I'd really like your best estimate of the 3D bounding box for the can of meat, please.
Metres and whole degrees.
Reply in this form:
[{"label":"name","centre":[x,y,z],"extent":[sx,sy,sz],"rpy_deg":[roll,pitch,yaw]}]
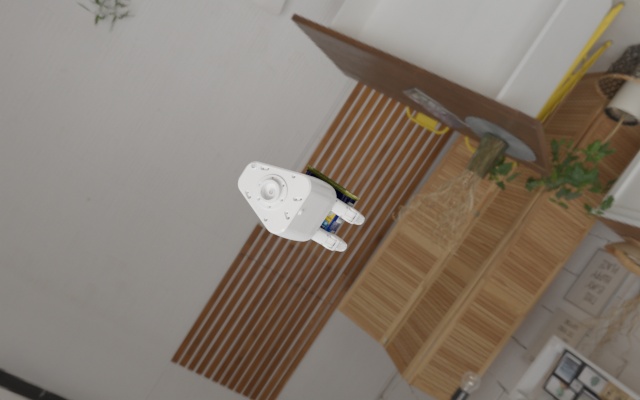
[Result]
[{"label":"can of meat","centre":[0.000,0.003,0.805],"extent":[0.102,0.084,0.057],"rpy_deg":[35,4,17]}]
